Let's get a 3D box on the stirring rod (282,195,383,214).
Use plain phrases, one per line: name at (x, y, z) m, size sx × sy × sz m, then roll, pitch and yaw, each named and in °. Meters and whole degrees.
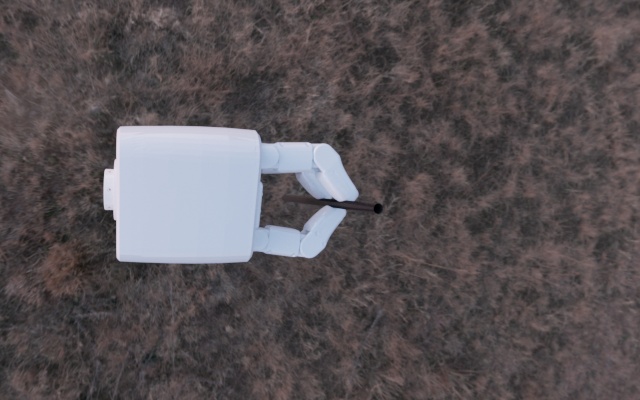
stirring rod at (0.000, 0.002, 0.468) m, size 0.011 × 0.011 × 0.239 m, roll 0°, pitch 2°, yaw -21°
